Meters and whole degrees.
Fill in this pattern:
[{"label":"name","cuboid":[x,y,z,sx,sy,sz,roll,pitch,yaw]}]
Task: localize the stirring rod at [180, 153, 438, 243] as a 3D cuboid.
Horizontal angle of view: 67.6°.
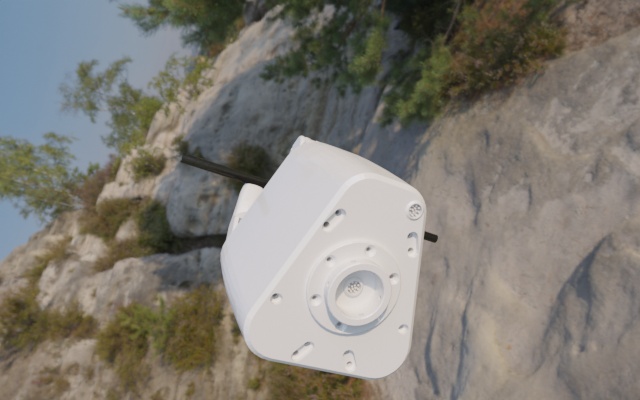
[{"label":"stirring rod","cuboid":[0.000,0.001,0.412,0.239,0.011,0.011,18,-6,-19]}]
